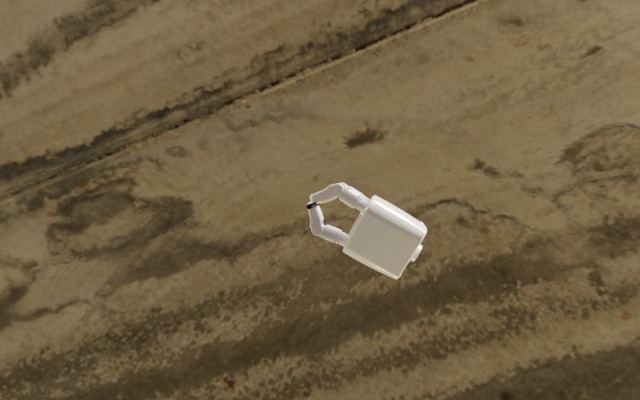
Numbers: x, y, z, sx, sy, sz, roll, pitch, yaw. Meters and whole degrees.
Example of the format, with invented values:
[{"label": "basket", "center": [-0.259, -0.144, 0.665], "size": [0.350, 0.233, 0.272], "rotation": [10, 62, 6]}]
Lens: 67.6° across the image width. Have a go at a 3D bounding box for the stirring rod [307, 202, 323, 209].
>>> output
[{"label": "stirring rod", "center": [0.000, 0.003, 0.868], "size": [0.011, 0.011, 0.239], "rotation": [0, 3, 9]}]
